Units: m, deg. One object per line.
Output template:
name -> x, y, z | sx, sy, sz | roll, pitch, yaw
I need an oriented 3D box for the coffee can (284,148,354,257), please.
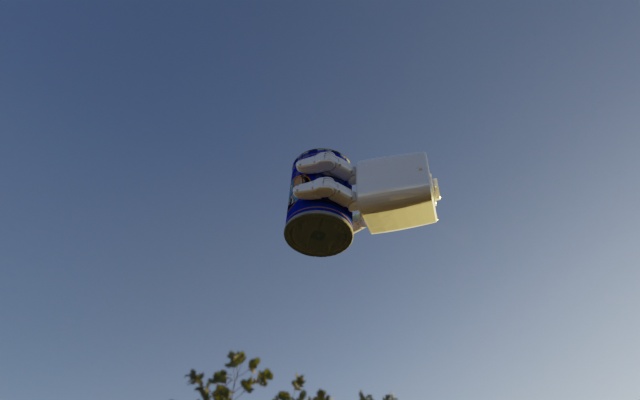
coffee can -> 0.000, 0.003, 0.748 | 0.103, 0.140, 0.103 | 2, -43, 2
